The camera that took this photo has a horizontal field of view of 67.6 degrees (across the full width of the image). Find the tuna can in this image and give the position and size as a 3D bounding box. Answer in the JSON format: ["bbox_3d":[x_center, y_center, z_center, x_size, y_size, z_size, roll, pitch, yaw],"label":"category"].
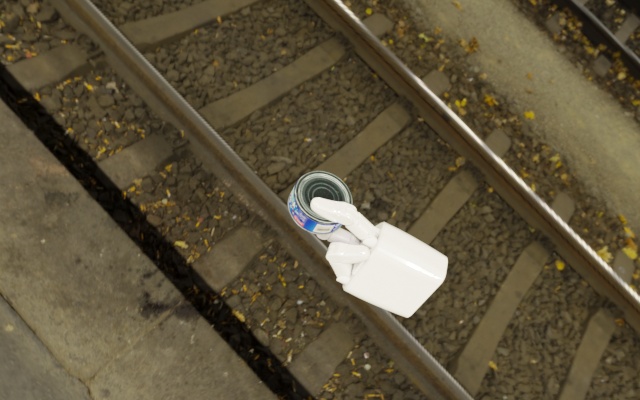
[{"bbox_3d":[0.000,0.002,0.661,0.086,0.086,0.034,0,-30,-21],"label":"tuna can"}]
